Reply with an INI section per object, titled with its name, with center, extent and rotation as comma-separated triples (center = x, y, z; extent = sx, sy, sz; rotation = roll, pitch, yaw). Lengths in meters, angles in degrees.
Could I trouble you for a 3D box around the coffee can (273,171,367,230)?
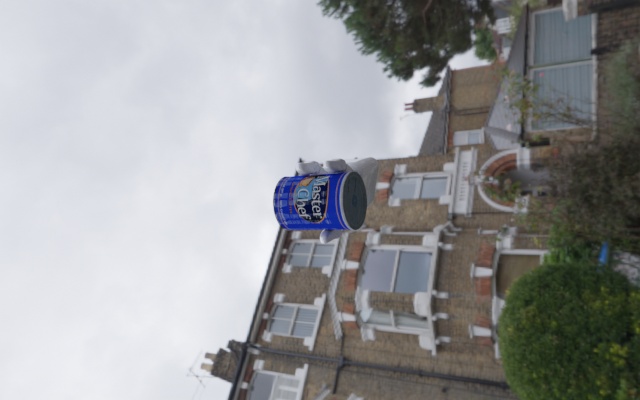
[coffee can]
center = 0.000, 0.003, 0.863
extent = 0.140, 0.103, 0.103
rotation = -2, -1, 28
